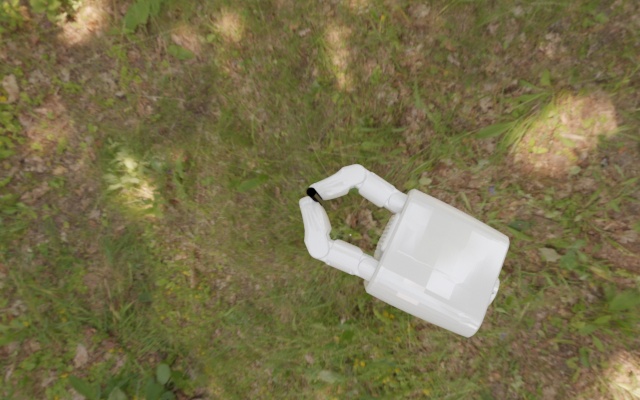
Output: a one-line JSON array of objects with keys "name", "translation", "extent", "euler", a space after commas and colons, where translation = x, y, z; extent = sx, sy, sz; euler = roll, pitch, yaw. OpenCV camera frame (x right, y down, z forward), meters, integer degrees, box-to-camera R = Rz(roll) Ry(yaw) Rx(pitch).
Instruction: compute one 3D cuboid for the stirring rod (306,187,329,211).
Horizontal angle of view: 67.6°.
[{"name": "stirring rod", "translation": [0.000, 0.002, 0.507], "extent": [0.011, 0.011, 0.239], "euler": [0, -4, 4]}]
